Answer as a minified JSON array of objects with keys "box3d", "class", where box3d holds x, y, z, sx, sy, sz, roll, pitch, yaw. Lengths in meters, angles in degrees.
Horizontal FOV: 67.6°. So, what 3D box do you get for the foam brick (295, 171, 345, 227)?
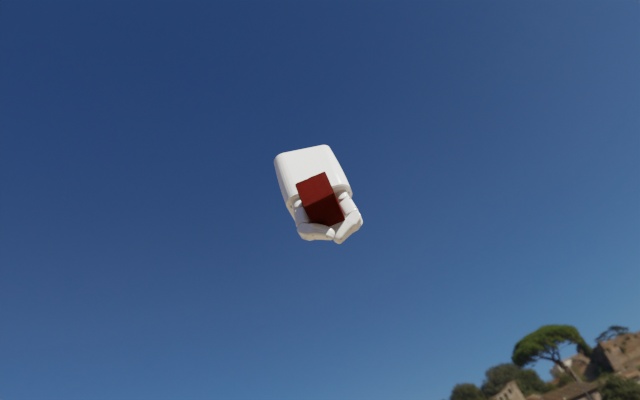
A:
[{"box3d":[0.000,0.002,0.754,0.053,0.051,0.078,-22,-36,2],"class":"foam brick"}]
